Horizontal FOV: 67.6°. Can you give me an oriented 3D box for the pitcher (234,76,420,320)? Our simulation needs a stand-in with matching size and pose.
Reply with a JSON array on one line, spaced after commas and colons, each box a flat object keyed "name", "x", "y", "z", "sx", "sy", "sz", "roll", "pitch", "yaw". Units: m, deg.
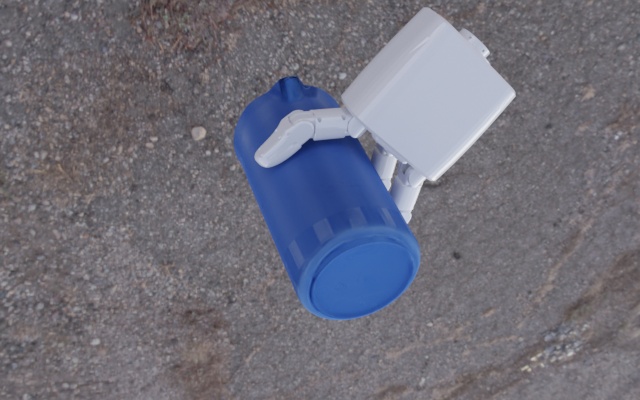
[{"name": "pitcher", "x": 0.000, "y": 0.001, "z": 0.479, "sx": 0.149, "sy": 0.145, "sz": 0.242, "roll": 31, "pitch": 21, "yaw": -37}]
